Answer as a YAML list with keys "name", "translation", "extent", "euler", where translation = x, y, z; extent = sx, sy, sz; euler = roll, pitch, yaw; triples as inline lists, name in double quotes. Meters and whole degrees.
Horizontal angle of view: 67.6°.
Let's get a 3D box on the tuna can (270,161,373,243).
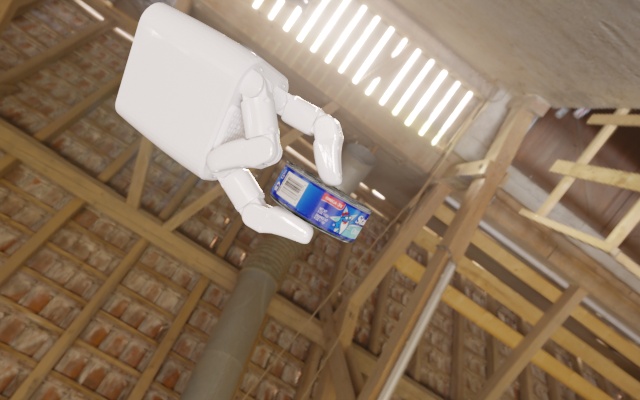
- name: "tuna can"
  translation: [0.000, 0.002, 0.413]
  extent: [0.086, 0.034, 0.086]
  euler: [30, 4, -3]
